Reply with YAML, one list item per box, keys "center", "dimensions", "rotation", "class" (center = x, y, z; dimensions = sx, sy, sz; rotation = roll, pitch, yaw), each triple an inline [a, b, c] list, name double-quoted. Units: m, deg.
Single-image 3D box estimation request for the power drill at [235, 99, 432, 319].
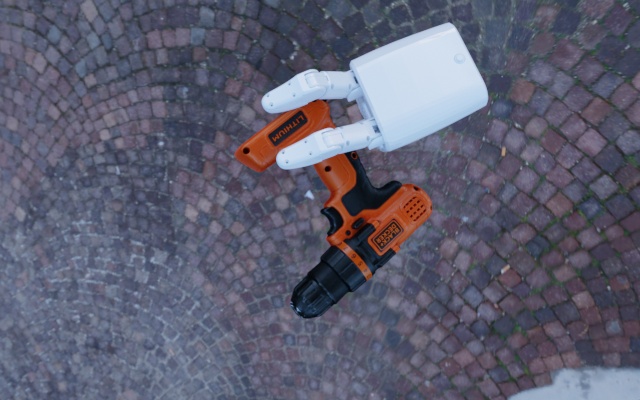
- center: [0.000, 0.001, 0.488]
  dimensions: [0.184, 0.188, 0.057]
  rotation: [-41, 10, -13]
  class: "power drill"
